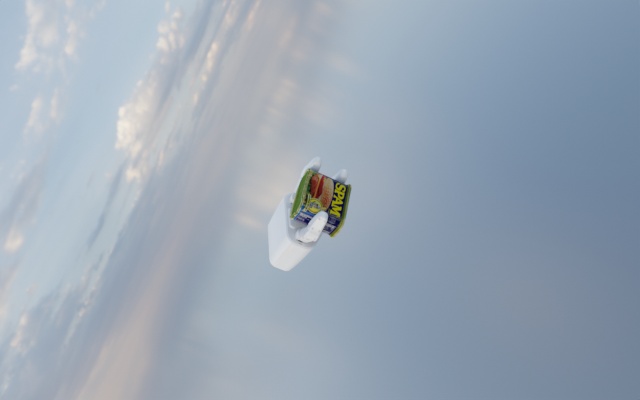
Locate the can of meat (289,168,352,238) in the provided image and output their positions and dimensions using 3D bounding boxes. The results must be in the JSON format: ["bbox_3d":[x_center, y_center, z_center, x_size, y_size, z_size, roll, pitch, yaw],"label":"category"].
[{"bbox_3d":[0.000,0.003,0.832,0.084,0.102,0.057,23,-37,-13],"label":"can of meat"}]
